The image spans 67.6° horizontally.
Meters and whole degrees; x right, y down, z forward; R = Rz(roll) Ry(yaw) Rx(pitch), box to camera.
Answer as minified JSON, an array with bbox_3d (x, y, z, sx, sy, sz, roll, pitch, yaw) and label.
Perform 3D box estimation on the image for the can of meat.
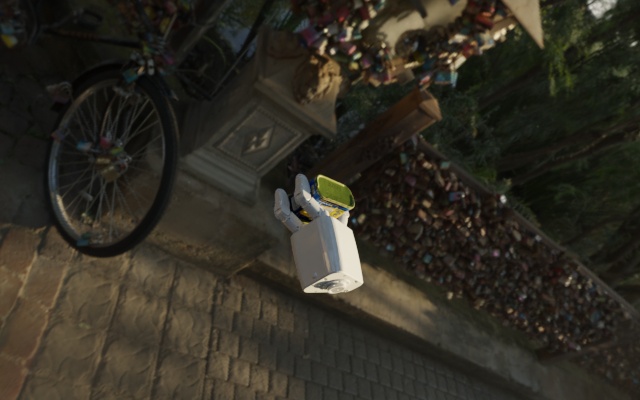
[{"bbox_3d":[0.000,0.003,0.888,0.102,0.057,0.084,20,-42,-40],"label":"can of meat"}]
